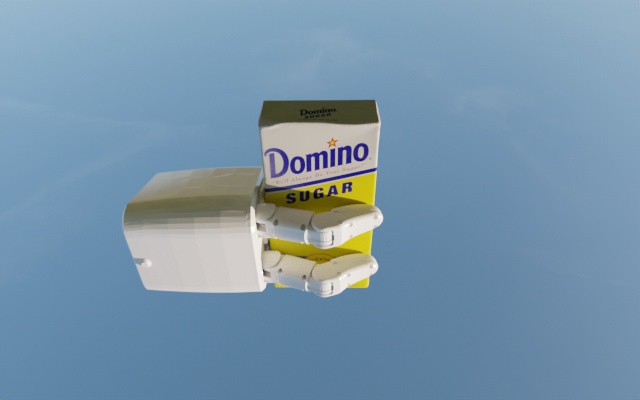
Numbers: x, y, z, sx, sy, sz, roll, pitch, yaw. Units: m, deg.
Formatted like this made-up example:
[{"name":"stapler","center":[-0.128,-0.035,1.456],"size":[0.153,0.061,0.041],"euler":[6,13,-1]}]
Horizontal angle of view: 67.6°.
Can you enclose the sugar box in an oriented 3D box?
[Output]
[{"name":"sugar box","center":[0.000,0.002,0.415],"size":[0.093,0.176,0.048],"euler":[-1,39,1]}]
